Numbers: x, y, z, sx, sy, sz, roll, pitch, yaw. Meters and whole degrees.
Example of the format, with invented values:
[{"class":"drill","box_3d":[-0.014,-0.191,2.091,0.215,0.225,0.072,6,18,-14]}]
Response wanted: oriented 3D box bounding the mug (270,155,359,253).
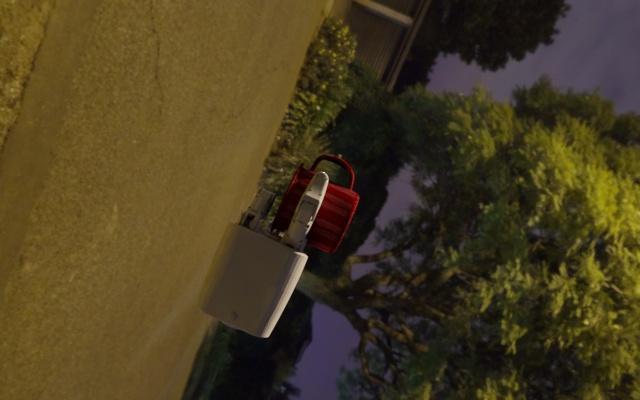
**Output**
[{"class":"mug","box_3d":[0.001,0.001,0.583,0.081,0.117,0.093,25,-1,0]}]
